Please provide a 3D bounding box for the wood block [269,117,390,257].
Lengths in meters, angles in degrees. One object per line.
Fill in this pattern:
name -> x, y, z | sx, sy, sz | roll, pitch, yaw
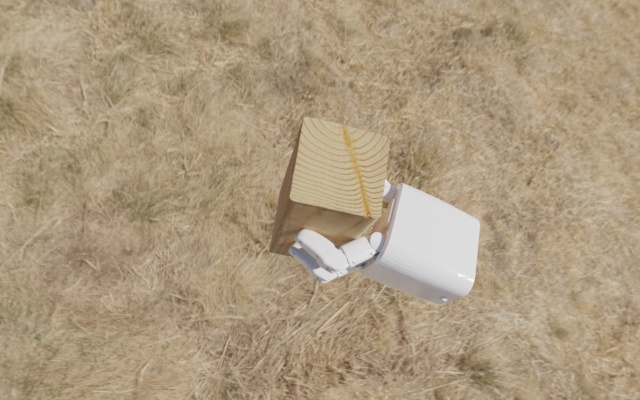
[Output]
wood block -> 0.001, 0.002, 0.546 | 0.090, 0.090, 0.206 | 12, -22, -7
